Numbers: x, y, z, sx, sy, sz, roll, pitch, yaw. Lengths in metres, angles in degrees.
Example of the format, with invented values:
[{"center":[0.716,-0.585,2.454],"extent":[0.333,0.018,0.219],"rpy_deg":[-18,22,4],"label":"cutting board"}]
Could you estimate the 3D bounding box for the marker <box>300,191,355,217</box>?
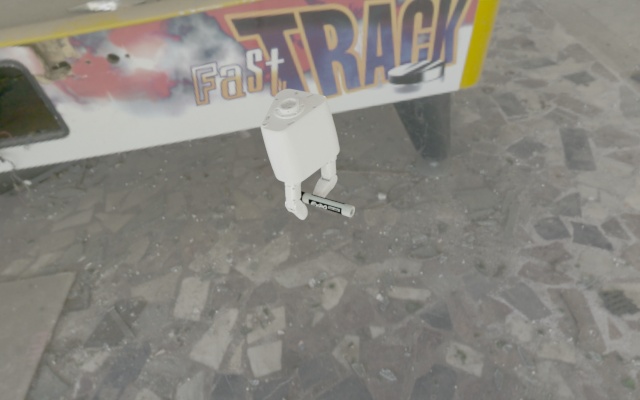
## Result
[{"center":[0.000,0.003,0.796],"extent":[0.121,0.020,0.020],"rpy_deg":[17,8,28],"label":"marker"}]
